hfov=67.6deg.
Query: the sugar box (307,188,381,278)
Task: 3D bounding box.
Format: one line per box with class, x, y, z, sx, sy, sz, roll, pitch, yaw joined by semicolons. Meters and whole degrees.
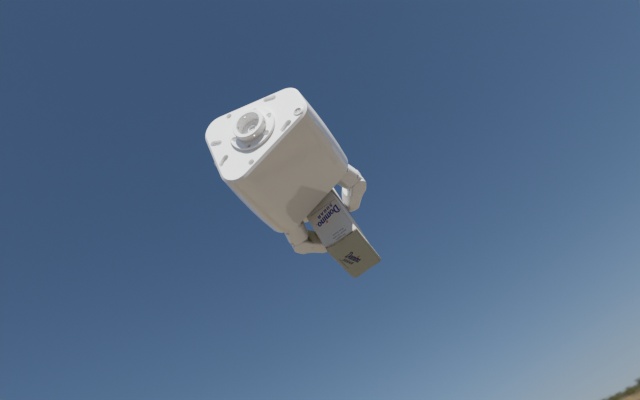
sugar box;0.000;0.002;0.572;0.048;0.176;0.093;-34;-37;5
